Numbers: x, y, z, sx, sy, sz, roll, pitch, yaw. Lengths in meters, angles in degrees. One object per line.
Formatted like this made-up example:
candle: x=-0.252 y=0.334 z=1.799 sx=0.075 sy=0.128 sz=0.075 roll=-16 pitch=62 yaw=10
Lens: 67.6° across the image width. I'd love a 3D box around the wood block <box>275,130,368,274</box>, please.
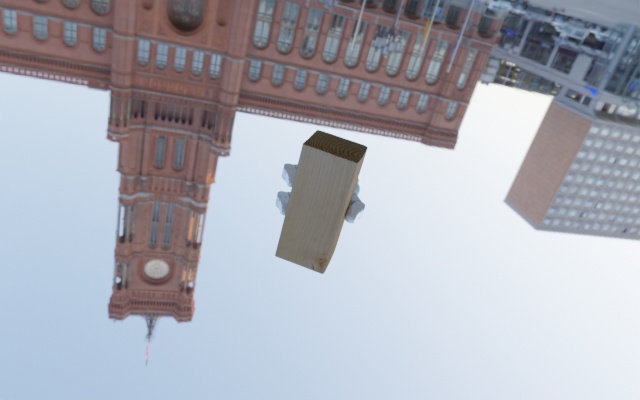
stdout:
wood block: x=0.000 y=0.003 z=0.787 sx=0.091 sy=0.206 sz=0.090 roll=19 pitch=27 yaw=8
